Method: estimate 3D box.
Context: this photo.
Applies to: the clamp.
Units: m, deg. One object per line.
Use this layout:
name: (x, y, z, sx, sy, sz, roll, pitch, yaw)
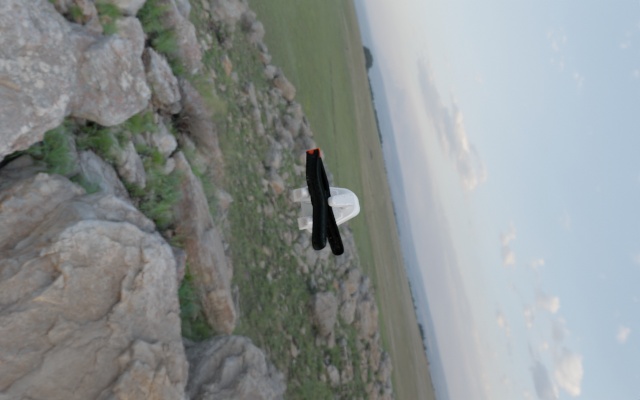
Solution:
clamp: (0.001, 0.002, 0.887, 0.036, 0.210, 0.164, -12, -6, 12)
